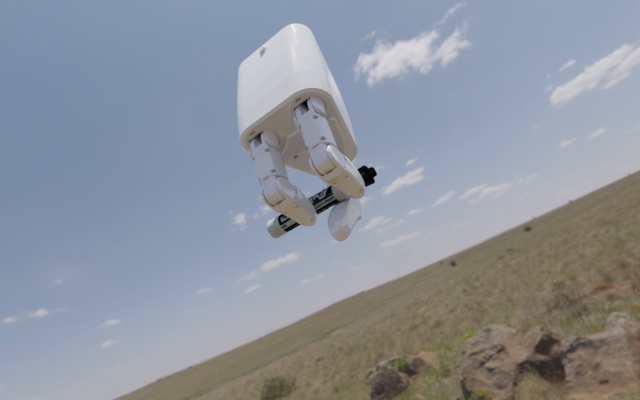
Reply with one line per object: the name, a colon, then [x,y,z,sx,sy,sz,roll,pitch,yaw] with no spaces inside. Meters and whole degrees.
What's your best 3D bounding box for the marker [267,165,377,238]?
marker: [0.000,0.002,0.447,0.121,0.020,0.020,-31,-14,24]
